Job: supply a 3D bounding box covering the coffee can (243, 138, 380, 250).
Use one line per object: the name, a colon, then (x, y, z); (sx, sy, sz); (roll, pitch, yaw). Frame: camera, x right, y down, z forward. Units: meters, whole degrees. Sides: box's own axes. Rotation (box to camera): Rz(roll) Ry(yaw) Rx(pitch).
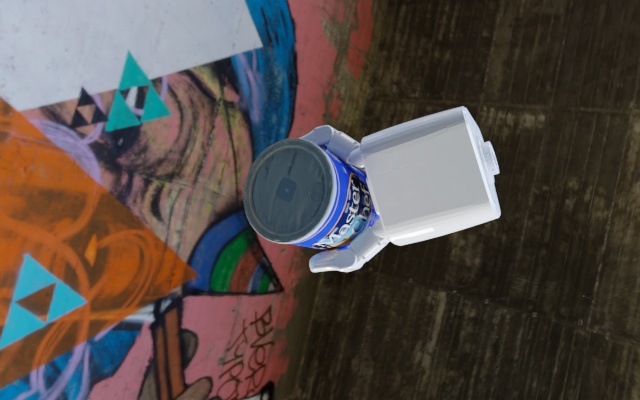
coffee can: (0.000, 0.002, 0.515); (0.103, 0.103, 0.140); (0, -10, 29)
